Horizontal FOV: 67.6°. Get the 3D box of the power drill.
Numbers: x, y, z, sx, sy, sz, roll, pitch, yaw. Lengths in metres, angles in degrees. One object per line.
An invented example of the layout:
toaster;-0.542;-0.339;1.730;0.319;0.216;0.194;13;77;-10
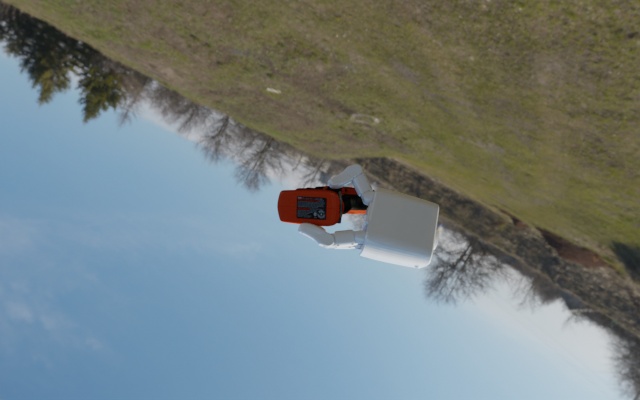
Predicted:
power drill;0.000;0.003;0.833;0.184;0.057;0.187;1;6;23
